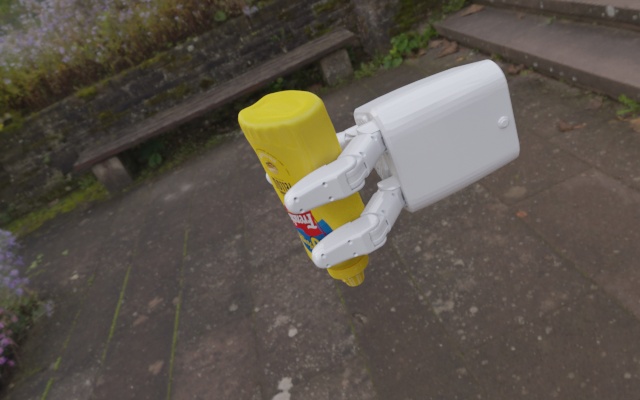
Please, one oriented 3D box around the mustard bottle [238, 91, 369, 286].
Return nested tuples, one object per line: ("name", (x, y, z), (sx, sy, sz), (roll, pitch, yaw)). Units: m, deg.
("mustard bottle", (0.000, 0.001, 0.420), (0.058, 0.192, 0.096), (-38, 31, -22))
